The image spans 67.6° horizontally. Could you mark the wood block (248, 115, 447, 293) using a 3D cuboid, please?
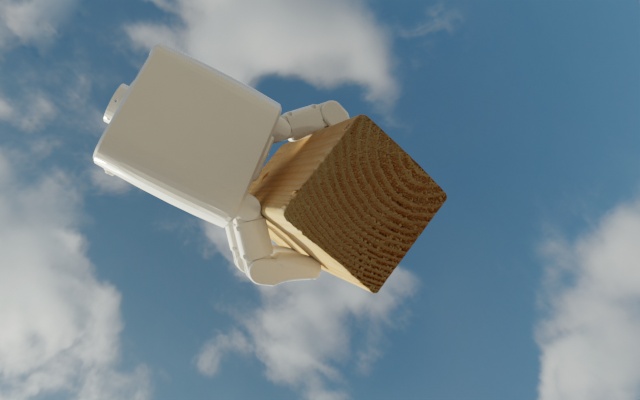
[{"bbox_3d":[0.000,0.001,0.415,0.090,0.091,0.206,41,-11,-15],"label":"wood block"}]
